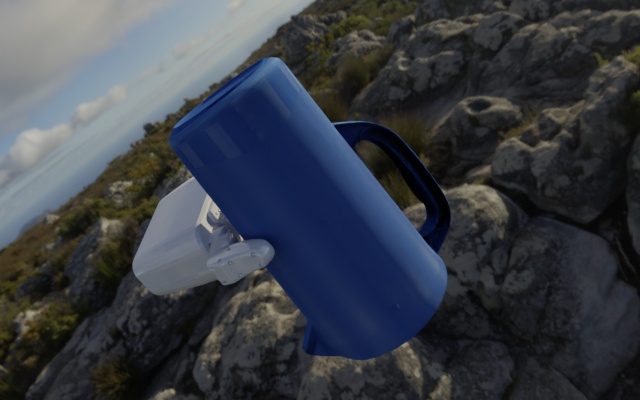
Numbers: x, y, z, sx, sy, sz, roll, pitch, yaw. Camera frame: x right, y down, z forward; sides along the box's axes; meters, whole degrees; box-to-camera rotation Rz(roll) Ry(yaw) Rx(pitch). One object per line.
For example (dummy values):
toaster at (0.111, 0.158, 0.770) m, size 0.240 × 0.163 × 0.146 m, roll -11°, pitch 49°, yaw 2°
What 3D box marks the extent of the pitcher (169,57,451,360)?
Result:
pitcher at (0.000, 0.001, 0.406) m, size 0.145 × 0.243 × 0.149 m, roll -23°, pitch 25°, yaw 33°
